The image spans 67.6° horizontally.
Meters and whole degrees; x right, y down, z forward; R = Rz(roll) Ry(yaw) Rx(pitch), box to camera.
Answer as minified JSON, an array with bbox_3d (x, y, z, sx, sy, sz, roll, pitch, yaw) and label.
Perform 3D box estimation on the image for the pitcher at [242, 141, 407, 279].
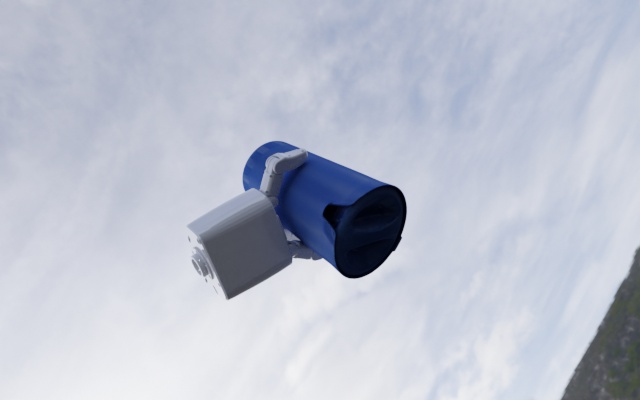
[{"bbox_3d":[0.000,0.002,0.695,0.145,0.149,0.242,-30,41,-29],"label":"pitcher"}]
